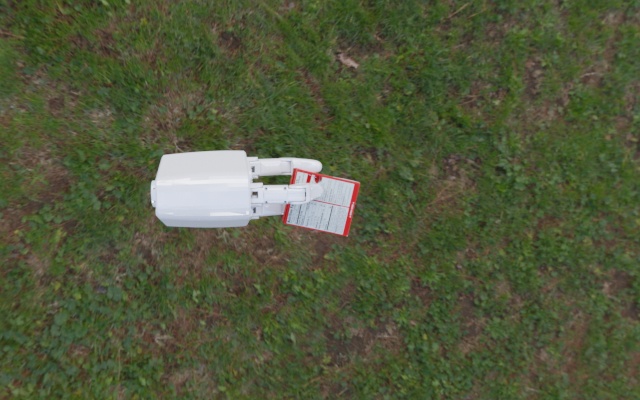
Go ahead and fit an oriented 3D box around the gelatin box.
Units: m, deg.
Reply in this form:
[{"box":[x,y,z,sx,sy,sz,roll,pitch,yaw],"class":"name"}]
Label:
[{"box":[0.000,0.002,0.626,0.089,0.073,0.030,12,5,-8],"class":"gelatin box"}]
